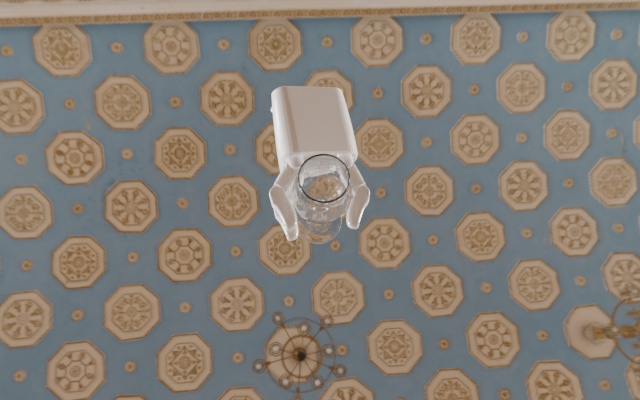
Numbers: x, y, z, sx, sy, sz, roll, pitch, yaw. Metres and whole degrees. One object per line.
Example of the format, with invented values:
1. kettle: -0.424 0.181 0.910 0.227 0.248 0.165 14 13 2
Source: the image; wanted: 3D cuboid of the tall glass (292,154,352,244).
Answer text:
1. tall glass: 0.000 0.002 0.654 0.079 0.079 0.201 0 -17 -3
